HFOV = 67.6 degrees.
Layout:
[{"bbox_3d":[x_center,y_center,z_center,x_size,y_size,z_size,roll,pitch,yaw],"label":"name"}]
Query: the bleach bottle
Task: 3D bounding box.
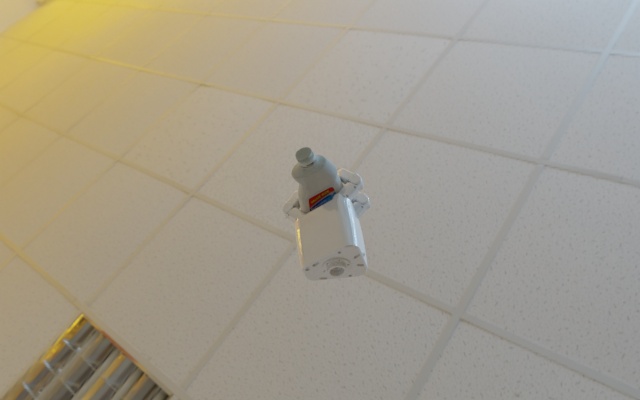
[{"bbox_3d":[0.000,0.003,0.883,0.102,0.068,0.251,-16,-44,8],"label":"bleach bottle"}]
